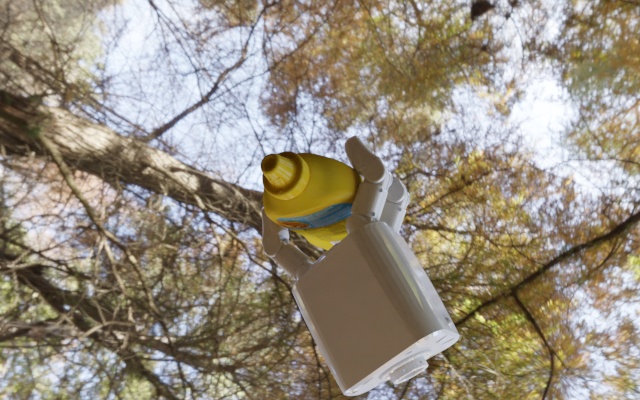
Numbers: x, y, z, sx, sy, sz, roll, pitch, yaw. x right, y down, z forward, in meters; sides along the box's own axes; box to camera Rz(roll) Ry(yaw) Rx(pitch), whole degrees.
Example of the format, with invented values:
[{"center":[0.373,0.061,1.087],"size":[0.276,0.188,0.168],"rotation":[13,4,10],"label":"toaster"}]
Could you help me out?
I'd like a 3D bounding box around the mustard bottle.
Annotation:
[{"center":[0.000,0.001,0.463],"size":[0.096,0.058,0.192],"rotation":[-13,-24,23],"label":"mustard bottle"}]
